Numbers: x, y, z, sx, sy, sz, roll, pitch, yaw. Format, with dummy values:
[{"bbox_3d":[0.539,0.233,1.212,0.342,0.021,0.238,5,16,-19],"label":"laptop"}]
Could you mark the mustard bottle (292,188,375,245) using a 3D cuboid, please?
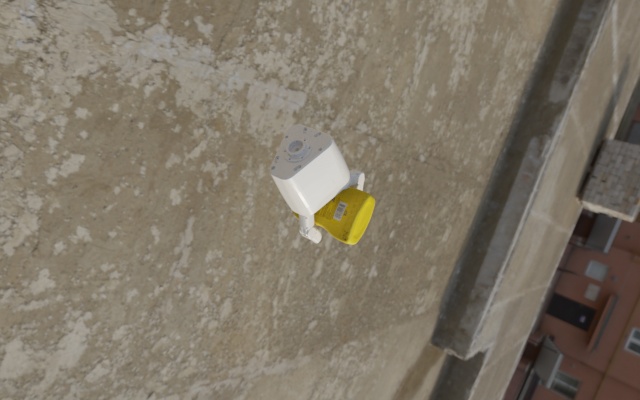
[{"bbox_3d":[0.000,0.003,0.882,0.191,0.096,0.058,24,2,32],"label":"mustard bottle"}]
